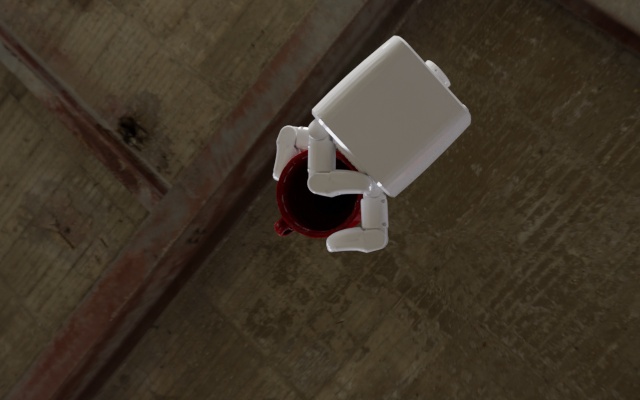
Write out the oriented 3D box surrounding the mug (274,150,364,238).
[{"bbox_3d":[-0.001,0.003,0.527,0.117,0.093,0.081,-40,-13,10],"label":"mug"}]
